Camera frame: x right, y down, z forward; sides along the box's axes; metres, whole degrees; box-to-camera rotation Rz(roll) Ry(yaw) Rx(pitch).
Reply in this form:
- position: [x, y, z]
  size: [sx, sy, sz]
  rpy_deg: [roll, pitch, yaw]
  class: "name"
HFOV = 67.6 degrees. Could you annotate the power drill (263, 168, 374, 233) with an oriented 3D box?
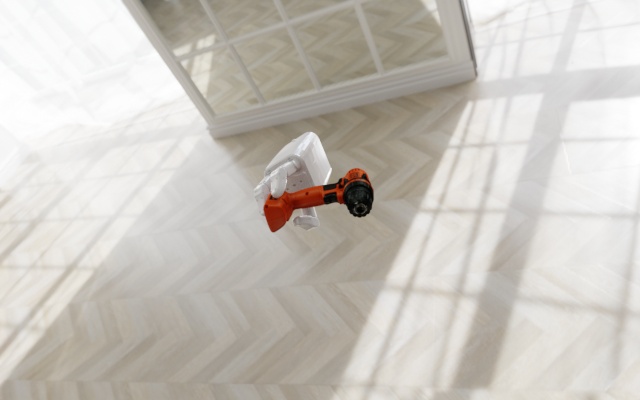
- position: [0.000, 0.003, 0.827]
  size: [0.187, 0.057, 0.184]
  rpy_deg: [-13, 15, 7]
  class: "power drill"
